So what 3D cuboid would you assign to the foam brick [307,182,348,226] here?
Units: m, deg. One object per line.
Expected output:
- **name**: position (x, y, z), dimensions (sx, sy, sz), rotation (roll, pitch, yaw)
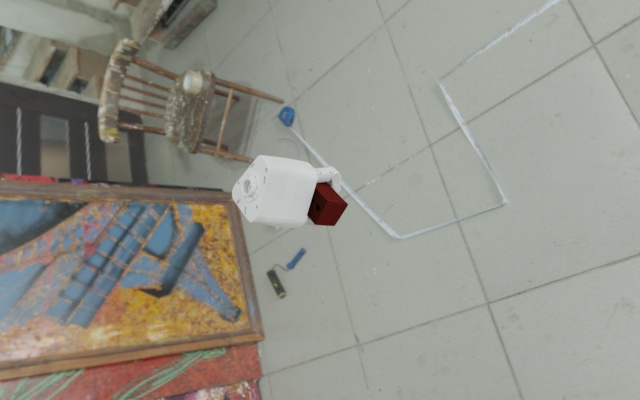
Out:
- **foam brick**: position (0.000, 0.003, 0.865), dimensions (0.051, 0.053, 0.078), rotation (7, 31, -44)
